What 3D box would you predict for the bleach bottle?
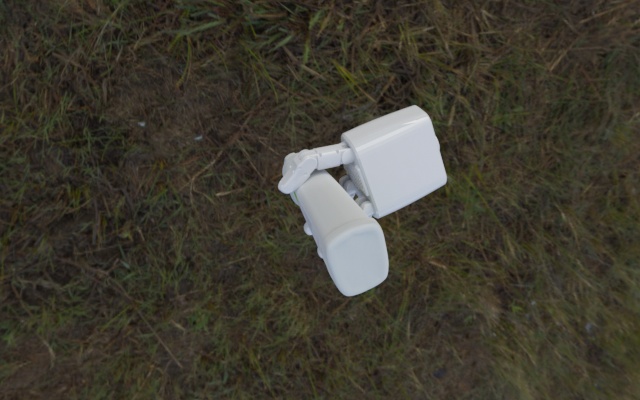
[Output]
[{"bbox_3d":[0.000,0.002,0.609,0.068,0.103,0.250,-23,39,-8],"label":"bleach bottle"}]
